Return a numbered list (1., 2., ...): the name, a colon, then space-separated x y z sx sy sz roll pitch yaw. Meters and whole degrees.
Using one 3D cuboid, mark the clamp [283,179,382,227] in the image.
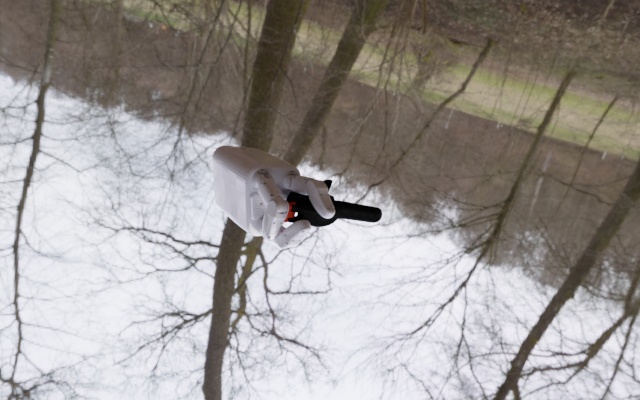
1. clamp: 0.000 0.003 0.718 0.171 0.039 0.120 0 22 -44
